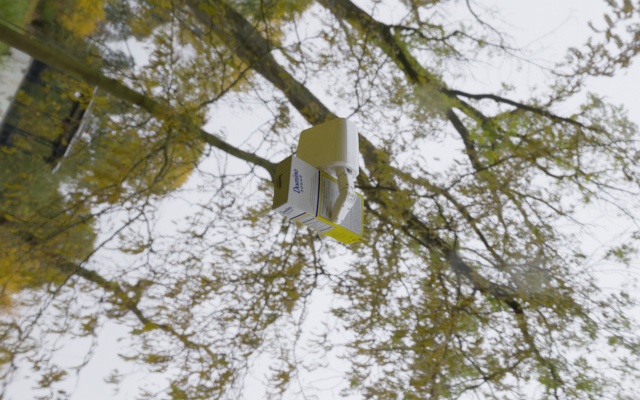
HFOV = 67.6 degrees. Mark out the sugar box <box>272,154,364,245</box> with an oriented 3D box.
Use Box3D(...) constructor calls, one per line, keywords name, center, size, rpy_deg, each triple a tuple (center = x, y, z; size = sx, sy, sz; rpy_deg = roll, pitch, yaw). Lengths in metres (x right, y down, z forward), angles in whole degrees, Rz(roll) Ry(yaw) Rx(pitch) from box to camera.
Box3D(name="sugar box", center=(0.000, 0.003, 0.814), size=(0.176, 0.093, 0.048), rpy_deg=(27, -37, -34))
